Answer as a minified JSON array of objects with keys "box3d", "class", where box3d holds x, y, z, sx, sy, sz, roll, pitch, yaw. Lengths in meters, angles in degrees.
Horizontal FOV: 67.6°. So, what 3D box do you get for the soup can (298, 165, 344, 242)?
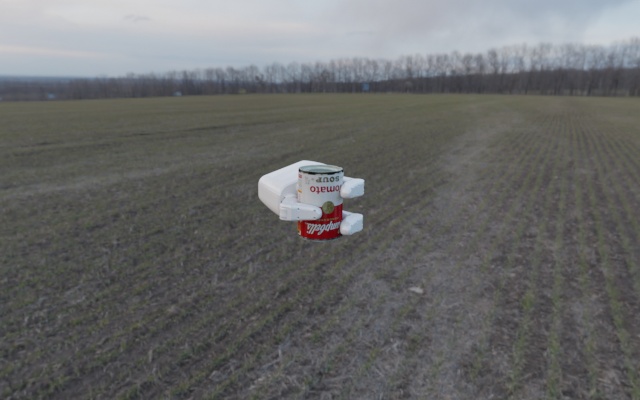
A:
[{"box3d":[0.000,0.002,0.705,0.068,0.102,0.068,1,14,0],"class":"soup can"}]
